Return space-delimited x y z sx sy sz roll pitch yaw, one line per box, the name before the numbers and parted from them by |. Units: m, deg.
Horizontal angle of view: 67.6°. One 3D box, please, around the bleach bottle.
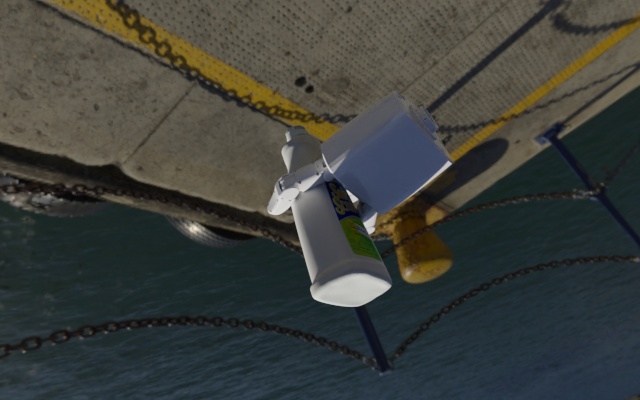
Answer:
bleach bottle | 0.000 0.002 0.586 0.068 0.250 0.102 -37 -35 22
